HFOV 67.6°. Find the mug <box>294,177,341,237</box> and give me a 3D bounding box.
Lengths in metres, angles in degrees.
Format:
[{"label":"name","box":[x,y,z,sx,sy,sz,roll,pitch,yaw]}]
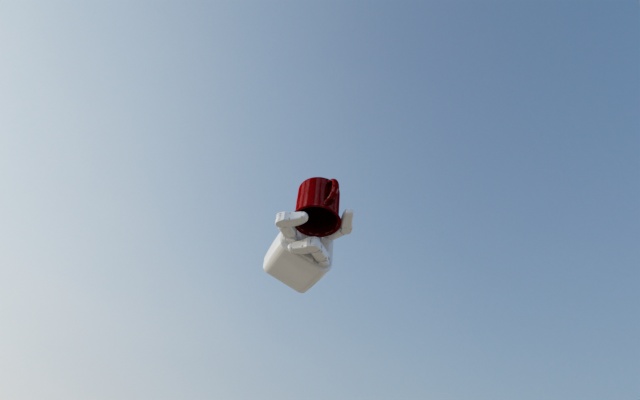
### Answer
[{"label":"mug","box":[0.001,0.002,0.896,0.093,0.081,0.117,21,-44,-17]}]
